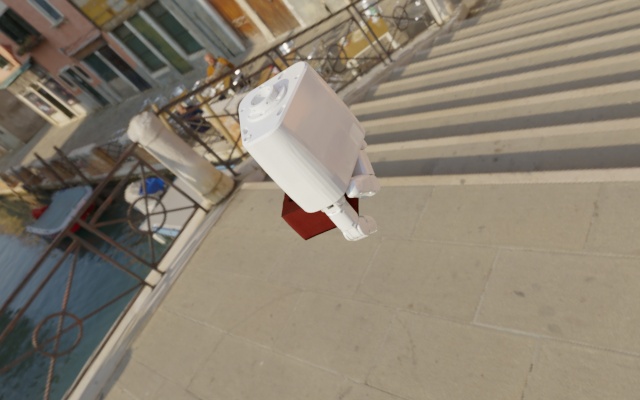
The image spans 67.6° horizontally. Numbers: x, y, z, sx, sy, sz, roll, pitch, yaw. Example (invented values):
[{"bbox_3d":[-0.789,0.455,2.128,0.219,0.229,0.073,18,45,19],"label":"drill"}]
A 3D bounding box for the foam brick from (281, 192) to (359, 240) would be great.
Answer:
[{"bbox_3d":[0.000,0.002,0.562,0.078,0.053,0.051,-24,-50,27],"label":"foam brick"}]
